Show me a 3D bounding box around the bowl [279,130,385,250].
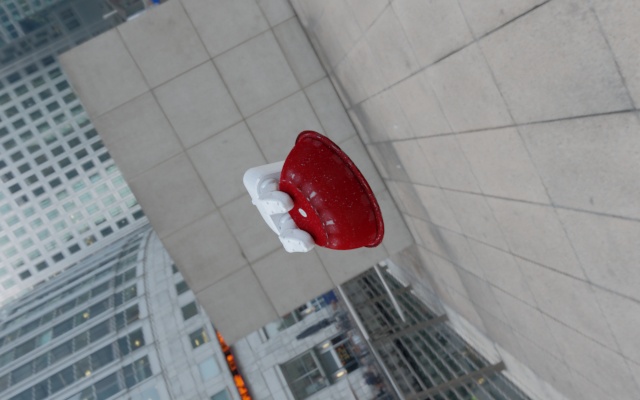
[{"bbox_3d":[0.000,0.002,0.555,0.055,0.162,0.162,-34,13,-21],"label":"bowl"}]
